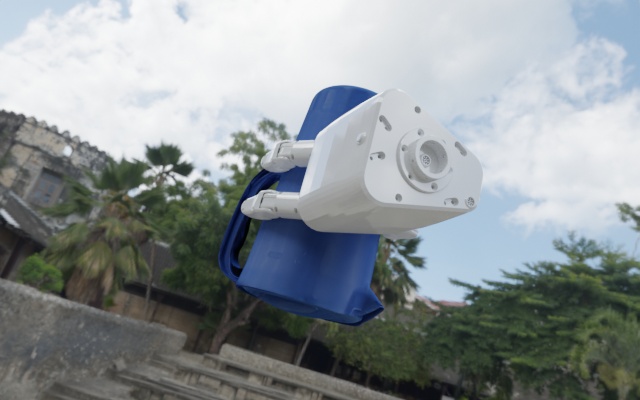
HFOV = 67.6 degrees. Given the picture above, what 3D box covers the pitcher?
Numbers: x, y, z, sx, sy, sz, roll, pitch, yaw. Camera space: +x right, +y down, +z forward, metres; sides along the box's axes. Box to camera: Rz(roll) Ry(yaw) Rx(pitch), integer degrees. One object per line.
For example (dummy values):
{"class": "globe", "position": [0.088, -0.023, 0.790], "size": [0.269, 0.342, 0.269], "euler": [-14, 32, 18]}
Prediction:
{"class": "pitcher", "position": [0.000, 0.002, 0.518], "size": [0.149, 0.242, 0.145], "euler": [24, -19, -20]}
